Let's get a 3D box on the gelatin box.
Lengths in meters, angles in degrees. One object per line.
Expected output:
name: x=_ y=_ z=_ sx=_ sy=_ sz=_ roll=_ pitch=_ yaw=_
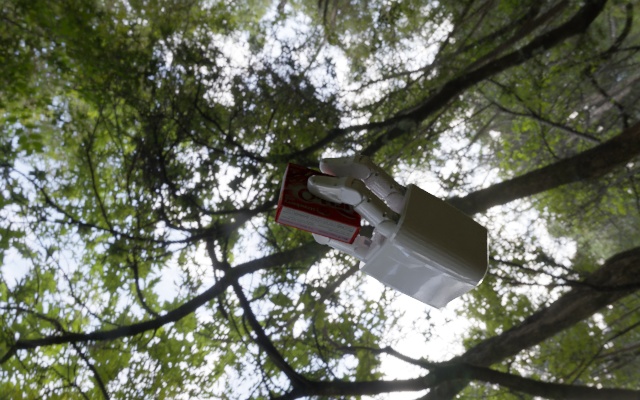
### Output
gelatin box: x=0.000 y=0.002 z=0.517 sx=0.089 sy=0.030 sz=0.073 roll=17 pitch=40 yaw=-9
